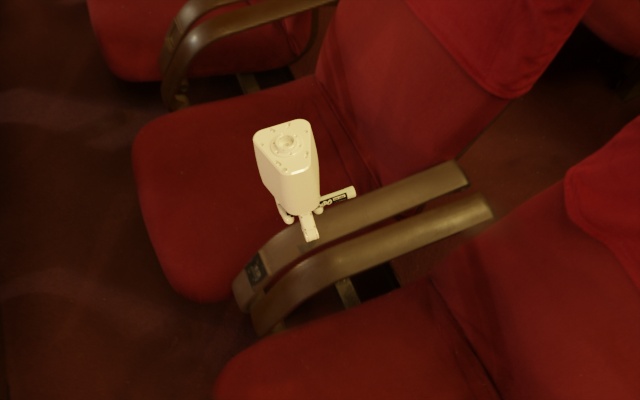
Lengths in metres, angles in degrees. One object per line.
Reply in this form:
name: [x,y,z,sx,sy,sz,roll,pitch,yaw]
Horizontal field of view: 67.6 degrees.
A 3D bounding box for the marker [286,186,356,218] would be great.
marker: [0.000,0.003,0.803,0.121,0.020,0.020,-18,2,-7]
